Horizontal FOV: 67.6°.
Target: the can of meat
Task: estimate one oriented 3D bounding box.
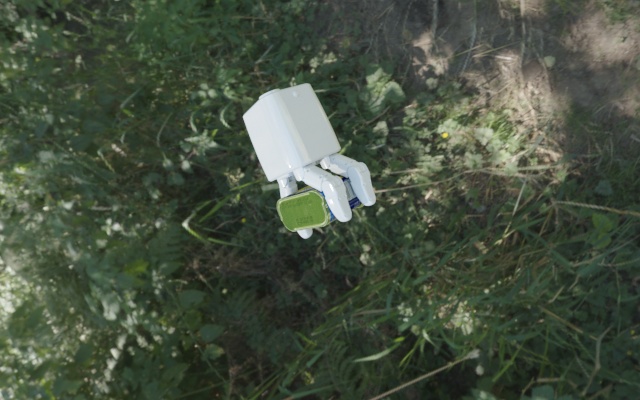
[{"bbox_3d":[0.000,0.002,0.682,0.102,0.057,0.084,-14,9,46],"label":"can of meat"}]
